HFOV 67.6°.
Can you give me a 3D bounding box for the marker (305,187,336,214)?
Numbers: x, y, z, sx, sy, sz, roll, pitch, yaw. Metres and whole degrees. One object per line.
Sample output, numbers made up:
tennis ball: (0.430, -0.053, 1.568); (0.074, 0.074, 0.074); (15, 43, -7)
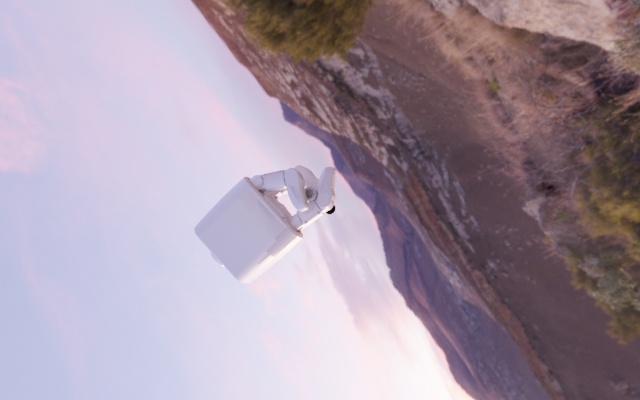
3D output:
marker: (0.000, 0.002, 0.706); (0.020, 0.020, 0.121); (0, -11, 16)
